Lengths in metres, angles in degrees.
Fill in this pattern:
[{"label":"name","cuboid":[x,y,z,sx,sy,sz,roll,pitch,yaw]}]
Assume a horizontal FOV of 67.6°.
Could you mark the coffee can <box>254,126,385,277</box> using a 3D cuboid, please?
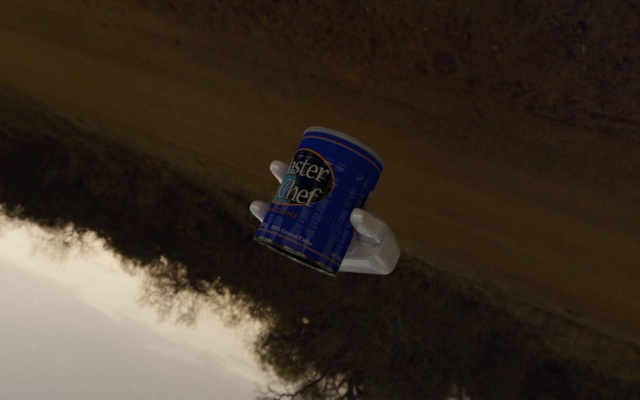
[{"label":"coffee can","cuboid":[0.000,0.002,0.545,0.103,0.140,0.103,24,-11,5]}]
